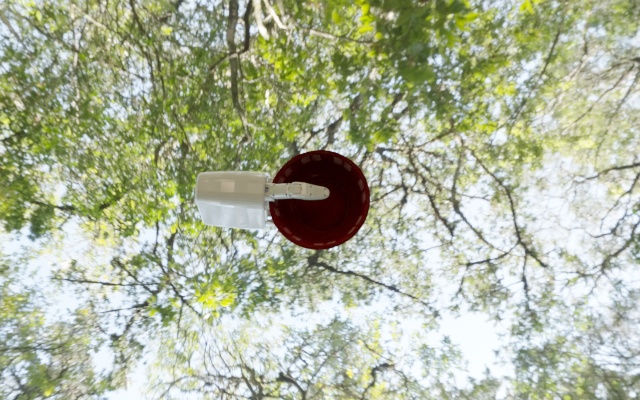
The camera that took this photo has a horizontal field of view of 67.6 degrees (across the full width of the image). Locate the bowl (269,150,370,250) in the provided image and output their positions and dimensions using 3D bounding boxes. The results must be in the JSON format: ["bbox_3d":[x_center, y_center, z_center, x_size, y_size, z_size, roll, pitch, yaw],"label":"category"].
[{"bbox_3d":[0.001,0.003,0.774,0.162,0.162,0.055,0,-12,6],"label":"bowl"}]
